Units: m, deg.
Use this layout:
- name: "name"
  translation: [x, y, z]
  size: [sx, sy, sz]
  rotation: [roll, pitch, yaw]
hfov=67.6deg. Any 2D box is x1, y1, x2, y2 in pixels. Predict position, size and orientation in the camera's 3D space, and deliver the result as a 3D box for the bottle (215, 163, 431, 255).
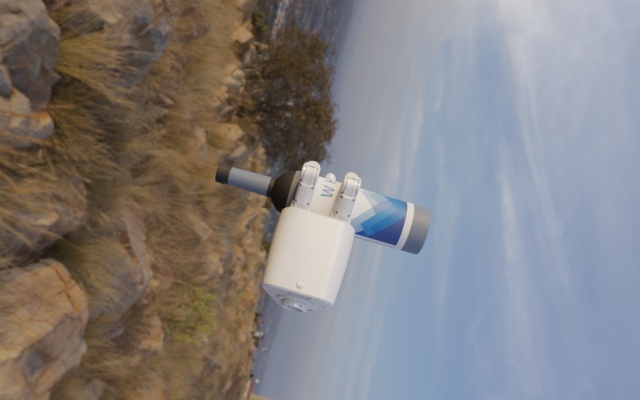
- name: "bottle"
  translation: [0.000, 0.002, 0.660]
  size: [0.296, 0.069, 0.069]
  rotation: [16, 0, 0]
